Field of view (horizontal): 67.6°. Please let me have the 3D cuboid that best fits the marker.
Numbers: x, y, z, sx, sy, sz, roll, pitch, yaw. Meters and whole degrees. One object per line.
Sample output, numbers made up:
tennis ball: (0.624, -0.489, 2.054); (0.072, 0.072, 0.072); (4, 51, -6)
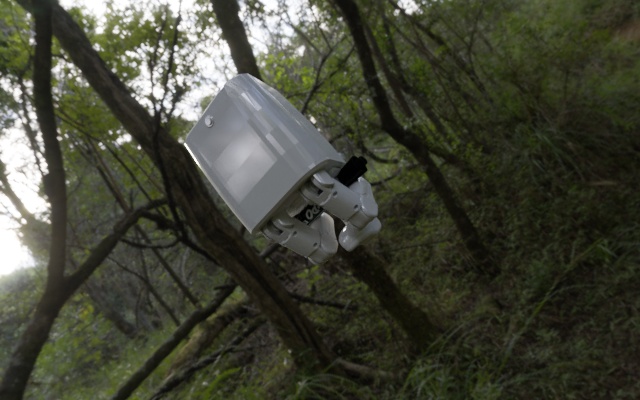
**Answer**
marker: (0.000, 0.002, 0.448); (0.121, 0.020, 0.020); (-45, -25, 28)
